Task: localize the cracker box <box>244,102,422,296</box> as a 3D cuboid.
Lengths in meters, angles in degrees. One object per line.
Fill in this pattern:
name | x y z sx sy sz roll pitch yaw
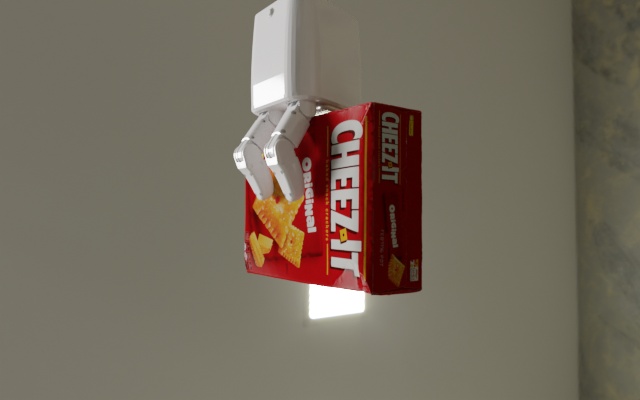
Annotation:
cracker box | 0.000 0.002 0.489 0.072 0.164 0.213 1 -3 -38
